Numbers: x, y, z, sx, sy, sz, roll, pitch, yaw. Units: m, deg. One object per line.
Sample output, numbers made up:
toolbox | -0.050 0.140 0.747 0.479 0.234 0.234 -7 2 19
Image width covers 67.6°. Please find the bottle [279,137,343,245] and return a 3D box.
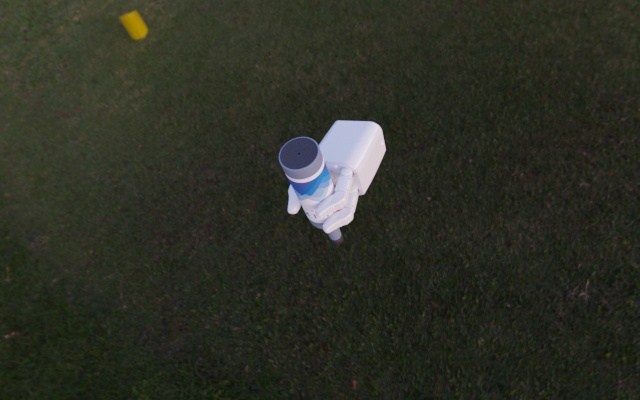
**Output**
bottle | 0.000 0.003 0.865 0.069 0.069 0.296 0 -31 16
